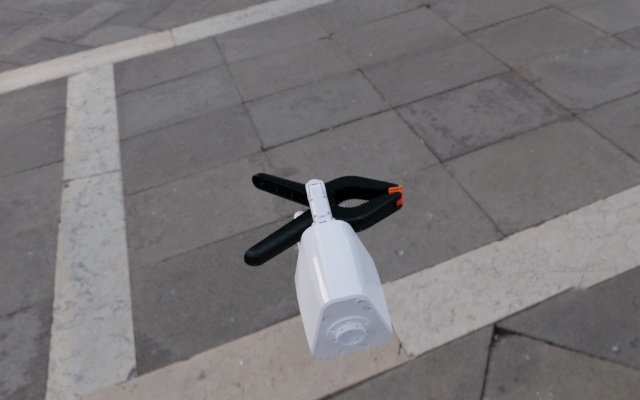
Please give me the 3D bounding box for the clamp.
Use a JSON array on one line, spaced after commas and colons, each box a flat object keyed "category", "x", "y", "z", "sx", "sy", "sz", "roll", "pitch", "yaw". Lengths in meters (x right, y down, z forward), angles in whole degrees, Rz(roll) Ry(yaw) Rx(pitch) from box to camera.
[{"category": "clamp", "x": 0.001, "y": 0.001, "z": 0.624, "sx": 0.210, "sy": 0.036, "sz": 0.164, "roll": -12, "pitch": 42, "yaw": -2}]
